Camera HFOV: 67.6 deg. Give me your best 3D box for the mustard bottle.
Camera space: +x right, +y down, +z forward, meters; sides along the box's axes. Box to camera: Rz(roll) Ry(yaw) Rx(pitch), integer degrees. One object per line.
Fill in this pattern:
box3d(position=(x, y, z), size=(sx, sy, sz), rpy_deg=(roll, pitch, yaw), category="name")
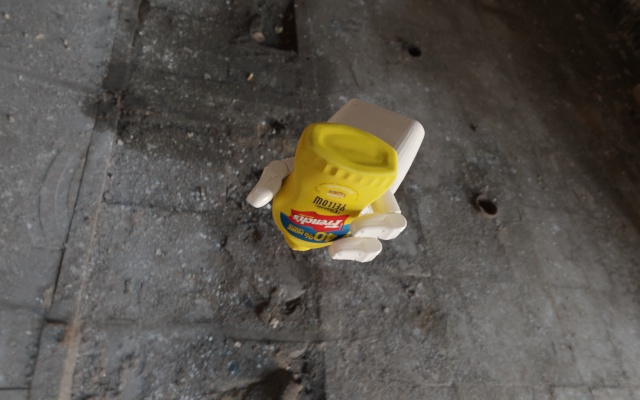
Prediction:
box3d(position=(0.000, 0.002, 0.513), size=(0.096, 0.058, 0.192), rpy_deg=(15, -37, -13), category="mustard bottle")
